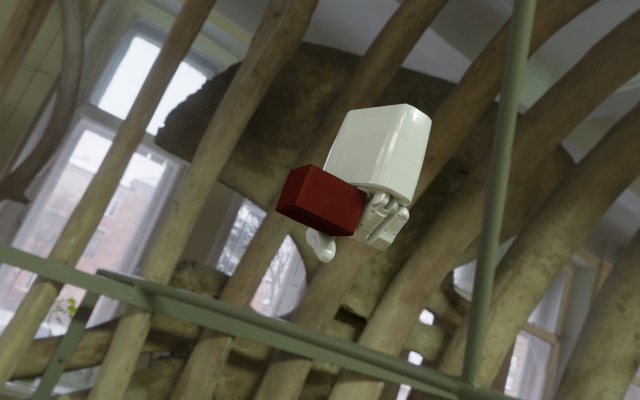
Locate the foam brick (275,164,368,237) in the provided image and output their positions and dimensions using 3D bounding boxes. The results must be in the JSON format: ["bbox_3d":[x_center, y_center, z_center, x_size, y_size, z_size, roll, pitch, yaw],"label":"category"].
[{"bbox_3d":[0.000,0.002,0.520,0.078,0.051,0.053,27,-16,-24],"label":"foam brick"}]
